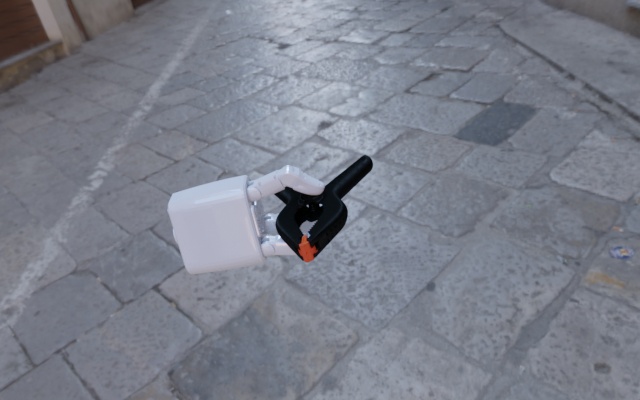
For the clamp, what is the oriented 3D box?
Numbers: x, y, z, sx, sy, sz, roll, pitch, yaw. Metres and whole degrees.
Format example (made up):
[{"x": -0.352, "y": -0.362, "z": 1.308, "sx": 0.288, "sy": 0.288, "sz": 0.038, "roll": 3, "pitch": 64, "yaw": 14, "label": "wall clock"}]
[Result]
[{"x": 0.000, "y": 0.002, "z": 0.639, "sx": 0.164, "sy": 0.036, "sz": 0.209, "roll": -15, "pitch": 31, "yaw": 6, "label": "clamp"}]
